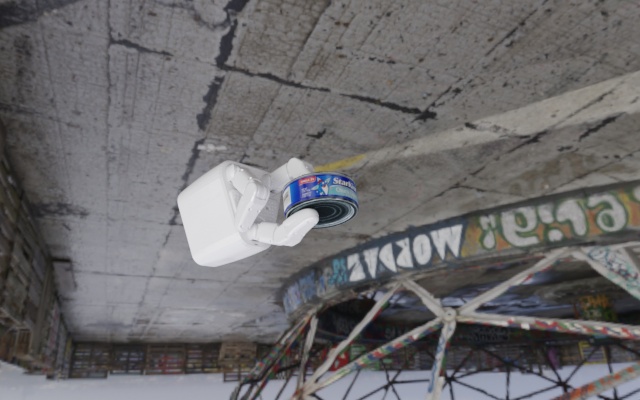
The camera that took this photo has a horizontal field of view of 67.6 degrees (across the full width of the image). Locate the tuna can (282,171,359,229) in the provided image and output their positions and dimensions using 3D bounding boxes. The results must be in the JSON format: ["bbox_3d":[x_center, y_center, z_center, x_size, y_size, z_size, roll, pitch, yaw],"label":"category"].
[{"bbox_3d":[0.000,0.002,0.547,0.086,0.033,0.086,-5,-26,-3],"label":"tuna can"}]
